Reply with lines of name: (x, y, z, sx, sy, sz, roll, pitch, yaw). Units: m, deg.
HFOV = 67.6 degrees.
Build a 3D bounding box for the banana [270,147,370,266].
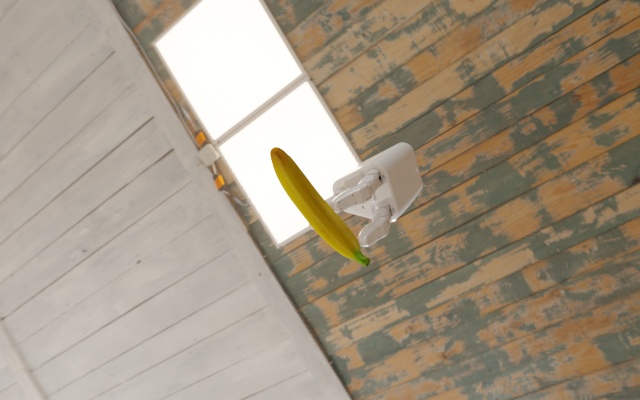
banana: (-0.004, 0.009, 0.653, 0.037, 0.198, 0.070, -42, 3, -23)
